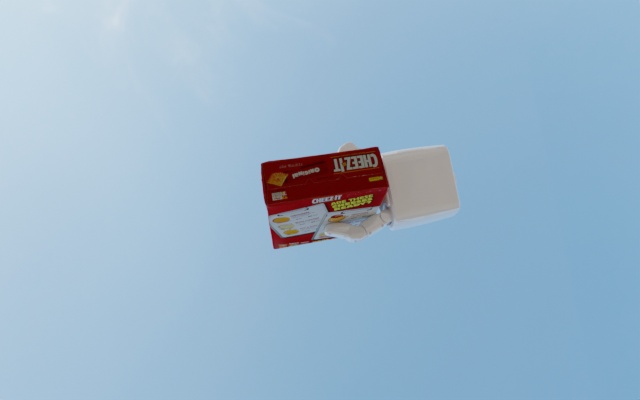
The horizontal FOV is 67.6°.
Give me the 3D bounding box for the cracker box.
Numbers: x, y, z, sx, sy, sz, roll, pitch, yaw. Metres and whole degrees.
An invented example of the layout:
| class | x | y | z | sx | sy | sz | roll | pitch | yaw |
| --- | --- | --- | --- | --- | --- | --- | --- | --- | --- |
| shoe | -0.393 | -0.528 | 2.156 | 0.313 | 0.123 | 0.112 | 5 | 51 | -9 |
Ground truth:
| class | x | y | z | sx | sy | sz | roll | pitch | yaw |
| --- | --- | --- | --- | --- | --- | --- | --- | --- | --- |
| cracker box | 0.000 | 0.003 | 0.718 | 0.164 | 0.072 | 0.214 | -9 | -20 | -6 |
